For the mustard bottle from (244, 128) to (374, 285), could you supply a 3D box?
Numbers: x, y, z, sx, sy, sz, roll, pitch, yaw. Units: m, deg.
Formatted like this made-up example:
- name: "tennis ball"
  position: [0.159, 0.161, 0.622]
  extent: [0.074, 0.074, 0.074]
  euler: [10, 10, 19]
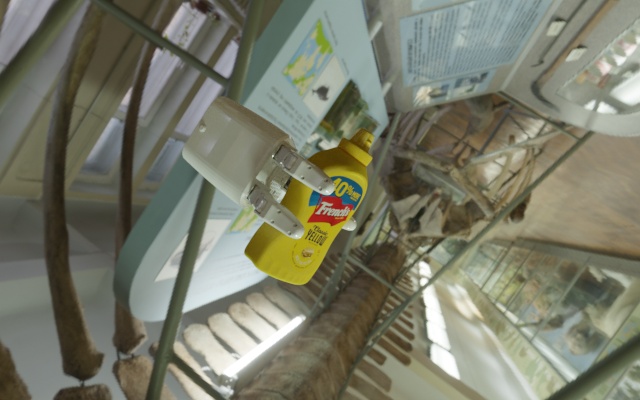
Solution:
- name: "mustard bottle"
  position: [0.000, 0.002, 0.544]
  extent: [0.096, 0.191, 0.058]
  euler: [29, 7, -47]
